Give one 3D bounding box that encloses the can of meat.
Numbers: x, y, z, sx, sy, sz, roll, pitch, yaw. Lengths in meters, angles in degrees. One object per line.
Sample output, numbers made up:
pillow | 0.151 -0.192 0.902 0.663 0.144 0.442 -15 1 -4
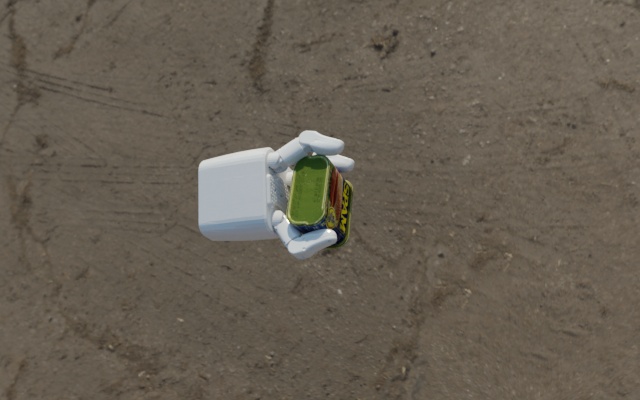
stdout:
can of meat | 0.000 0.002 0.620 0.057 0.102 0.084 -4 -25 23
